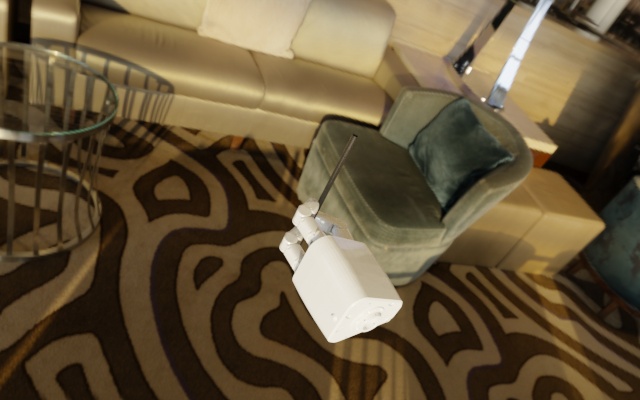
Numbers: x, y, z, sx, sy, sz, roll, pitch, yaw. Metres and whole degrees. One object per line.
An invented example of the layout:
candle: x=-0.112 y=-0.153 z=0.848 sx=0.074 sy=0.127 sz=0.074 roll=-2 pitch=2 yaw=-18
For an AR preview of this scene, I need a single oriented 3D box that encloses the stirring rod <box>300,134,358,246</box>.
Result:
stirring rod: x=0.000 y=0.002 z=0.703 sx=0.011 sy=0.240 sz=0.011 roll=18 pitch=35 yaw=-13
